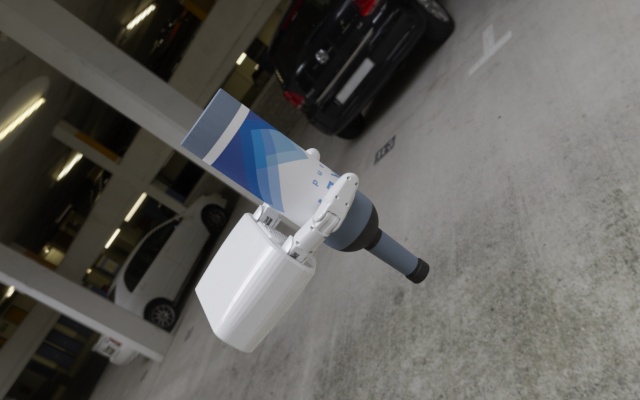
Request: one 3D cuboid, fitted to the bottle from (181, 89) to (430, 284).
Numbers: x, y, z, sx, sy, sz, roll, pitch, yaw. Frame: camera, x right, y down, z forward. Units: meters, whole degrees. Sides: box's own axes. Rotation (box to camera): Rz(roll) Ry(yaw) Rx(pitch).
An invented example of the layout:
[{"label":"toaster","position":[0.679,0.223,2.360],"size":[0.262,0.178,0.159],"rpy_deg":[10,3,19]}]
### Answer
[{"label":"bottle","position":[0.000,0.001,0.498],"size":[0.296,0.069,0.069],"rpy_deg":[35,-12,-17]}]
